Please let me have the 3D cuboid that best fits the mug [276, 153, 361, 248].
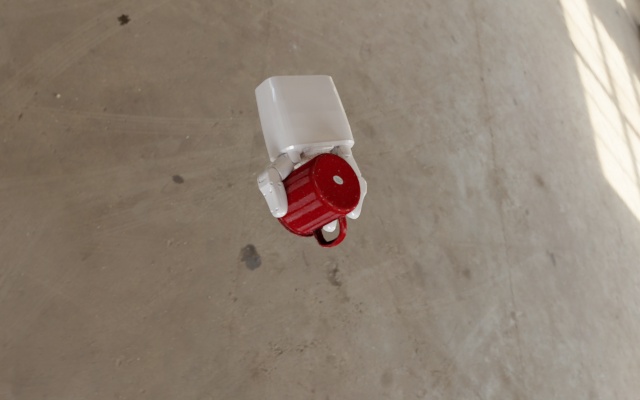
[{"bbox_3d":[0.001,0.003,0.605,0.093,0.117,0.081,-6,-16,-43],"label":"mug"}]
